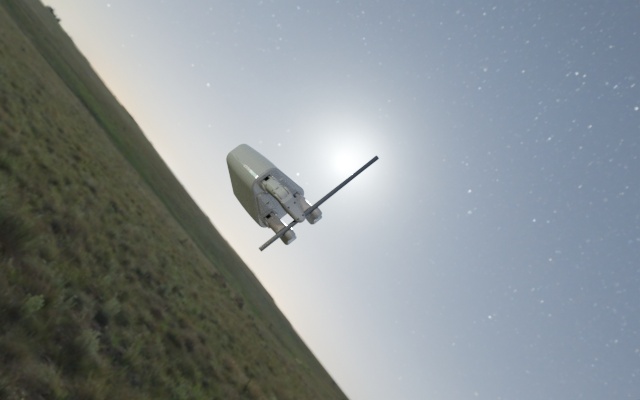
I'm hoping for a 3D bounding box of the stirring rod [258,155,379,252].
[{"bbox_3d":[0.000,0.002,0.750,0.239,0.011,0.011,-38,9,-12],"label":"stirring rod"}]
